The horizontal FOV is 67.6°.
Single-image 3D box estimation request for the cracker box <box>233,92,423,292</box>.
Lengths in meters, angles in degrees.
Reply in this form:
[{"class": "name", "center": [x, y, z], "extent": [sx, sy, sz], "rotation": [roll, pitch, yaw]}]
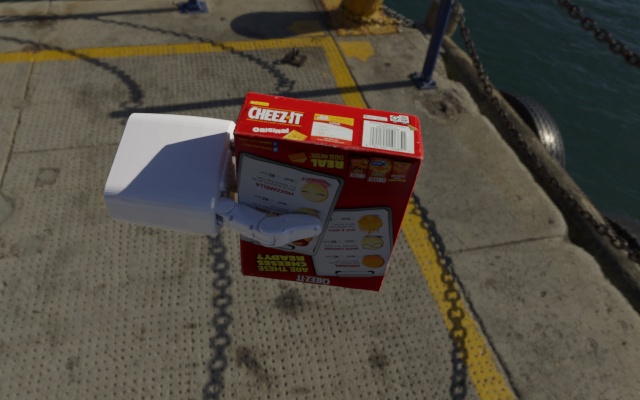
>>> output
[{"class": "cracker box", "center": [0.000, 0.002, 0.496], "extent": [0.164, 0.072, 0.214], "rotation": [7, -42, 0]}]
